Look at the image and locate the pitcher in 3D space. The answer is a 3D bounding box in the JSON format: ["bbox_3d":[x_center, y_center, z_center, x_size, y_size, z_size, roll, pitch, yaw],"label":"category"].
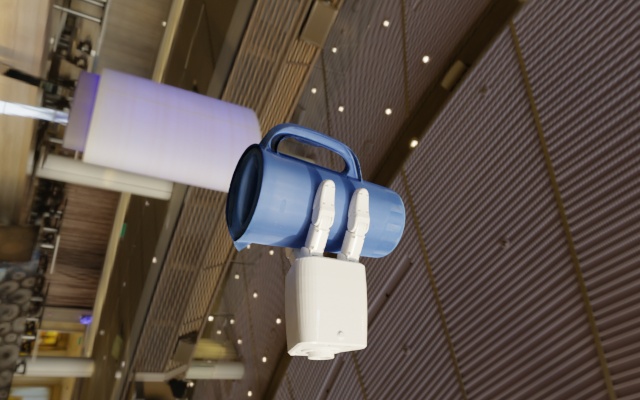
[{"bbox_3d":[0.000,0.002,0.678,0.243,0.145,0.149,13,-29,-27],"label":"pitcher"}]
